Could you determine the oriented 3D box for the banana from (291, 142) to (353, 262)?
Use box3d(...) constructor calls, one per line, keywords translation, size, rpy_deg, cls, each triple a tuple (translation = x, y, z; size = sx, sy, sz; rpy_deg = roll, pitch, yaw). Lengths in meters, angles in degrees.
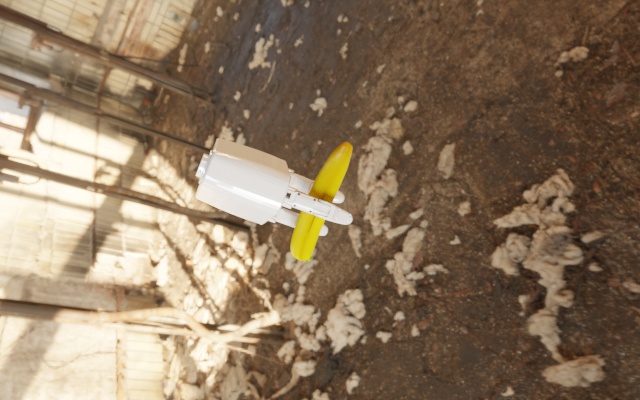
box3d(translation=(-0.005, 0.011, 0.676), size=(0.037, 0.198, 0.069), rpy_deg=(23, 20, 4), cls="banana")
